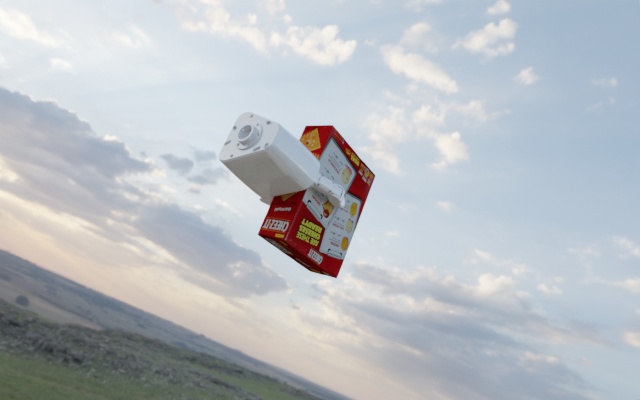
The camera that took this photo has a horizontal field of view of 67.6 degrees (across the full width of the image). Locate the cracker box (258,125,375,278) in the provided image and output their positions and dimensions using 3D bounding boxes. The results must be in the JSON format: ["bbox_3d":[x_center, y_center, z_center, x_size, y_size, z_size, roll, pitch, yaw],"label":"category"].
[{"bbox_3d":[0.000,0.003,0.828,0.072,0.213,0.164,7,-24,39],"label":"cracker box"}]
